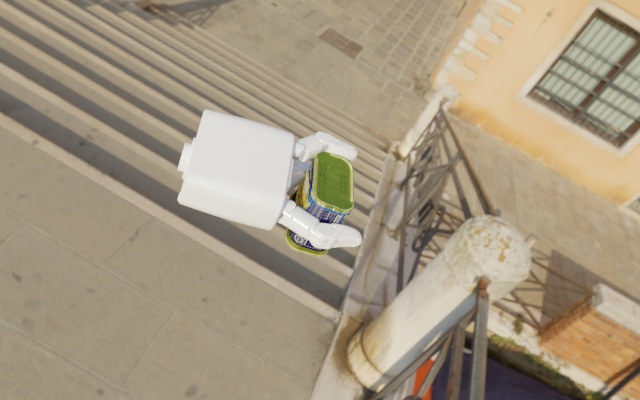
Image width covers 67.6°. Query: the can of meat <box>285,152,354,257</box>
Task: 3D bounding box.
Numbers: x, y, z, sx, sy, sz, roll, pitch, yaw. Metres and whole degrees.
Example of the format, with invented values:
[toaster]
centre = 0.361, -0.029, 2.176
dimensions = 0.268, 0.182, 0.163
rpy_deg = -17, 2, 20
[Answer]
[can of meat]
centre = 0.000, 0.002, 0.580
dimensions = 0.057, 0.102, 0.084
rpy_deg = 18, -48, -14
